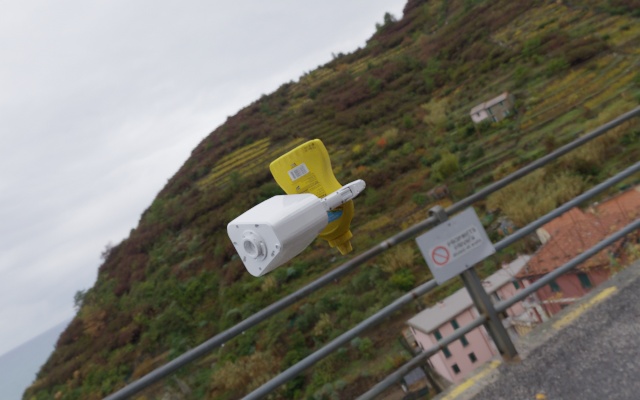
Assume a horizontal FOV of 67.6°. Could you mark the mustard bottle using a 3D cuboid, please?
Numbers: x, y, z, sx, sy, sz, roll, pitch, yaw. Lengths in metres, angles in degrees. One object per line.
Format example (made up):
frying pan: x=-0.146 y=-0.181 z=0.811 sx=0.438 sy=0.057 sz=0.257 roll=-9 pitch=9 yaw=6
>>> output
mustard bottle: x=0.000 y=0.002 z=0.789 sx=0.096 sy=0.191 sz=0.058 roll=-27 pitch=2 yaw=20
